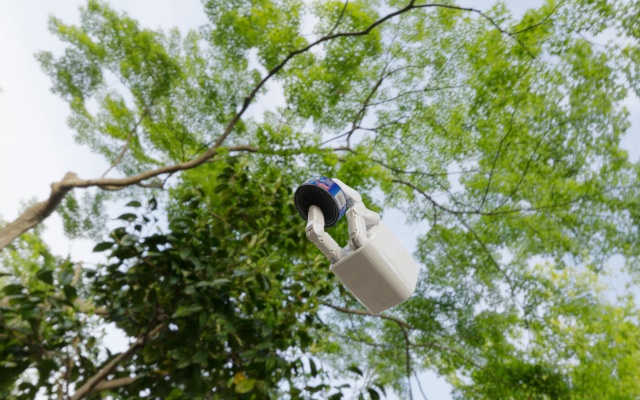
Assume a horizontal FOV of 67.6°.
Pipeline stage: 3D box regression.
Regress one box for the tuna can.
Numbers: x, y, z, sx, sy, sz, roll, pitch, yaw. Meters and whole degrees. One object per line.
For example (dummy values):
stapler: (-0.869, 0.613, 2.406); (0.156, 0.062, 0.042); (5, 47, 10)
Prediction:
tuna can: (0.000, 0.002, 0.788); (0.086, 0.086, 0.033); (0, 31, 35)
